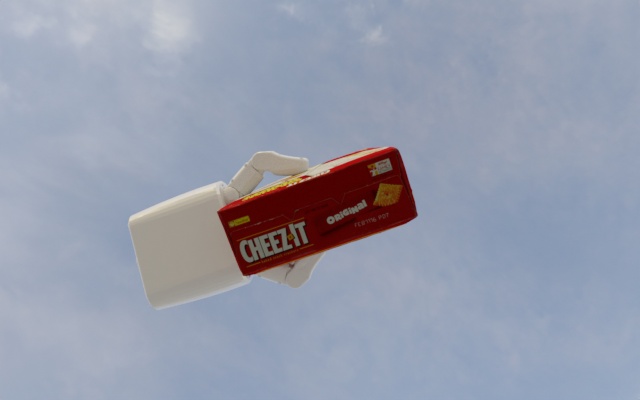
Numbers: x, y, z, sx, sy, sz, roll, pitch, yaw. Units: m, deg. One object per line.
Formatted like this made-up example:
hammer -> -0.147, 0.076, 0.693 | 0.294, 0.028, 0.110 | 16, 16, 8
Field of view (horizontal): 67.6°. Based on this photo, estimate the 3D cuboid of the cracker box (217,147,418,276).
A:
cracker box -> 0.000, 0.001, 0.507 | 0.164, 0.072, 0.213 | -20, 6, 3
